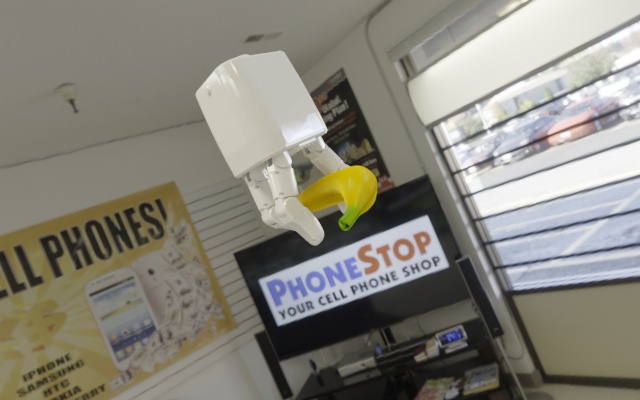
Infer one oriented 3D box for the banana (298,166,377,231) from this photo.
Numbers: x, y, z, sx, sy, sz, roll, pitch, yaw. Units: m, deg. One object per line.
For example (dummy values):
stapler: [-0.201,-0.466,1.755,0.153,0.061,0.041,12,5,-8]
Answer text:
banana: [0.016,-0.008,0.506,0.069,0.037,0.198,-33,9,-11]
